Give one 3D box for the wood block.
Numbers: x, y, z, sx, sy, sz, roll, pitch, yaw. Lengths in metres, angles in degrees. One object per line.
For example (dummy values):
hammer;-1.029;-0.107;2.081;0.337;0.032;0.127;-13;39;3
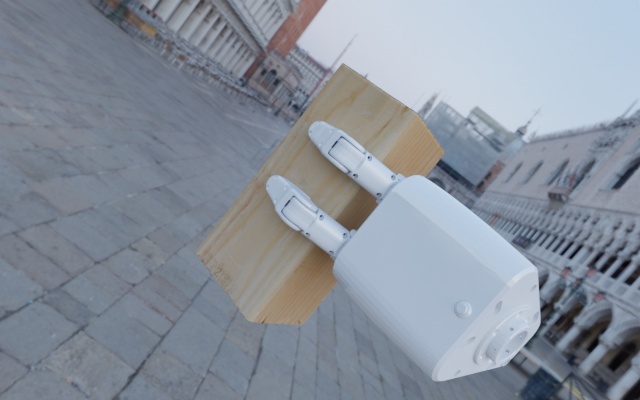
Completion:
wood block;0.001;0.002;0.421;0.090;0.206;0.091;43;7;31
